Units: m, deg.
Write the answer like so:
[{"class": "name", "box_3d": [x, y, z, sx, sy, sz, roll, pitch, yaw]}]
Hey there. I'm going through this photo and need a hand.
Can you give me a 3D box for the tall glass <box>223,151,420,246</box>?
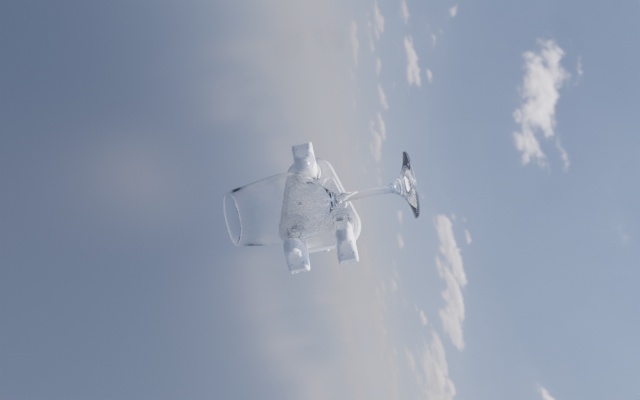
[{"class": "tall glass", "box_3d": [0.001, 0.001, 0.520, 0.201, 0.079, 0.079, -11, 0, 2]}]
